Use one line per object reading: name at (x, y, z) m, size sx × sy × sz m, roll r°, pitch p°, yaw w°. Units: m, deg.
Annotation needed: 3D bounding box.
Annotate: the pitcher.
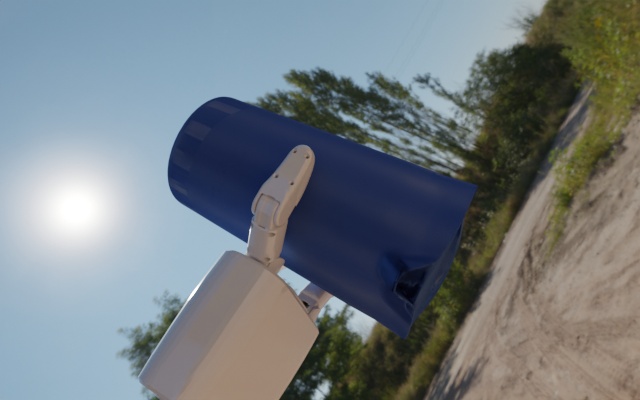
pitcher at (0.000, 0.001, 0.417) m, size 0.243 × 0.145 × 0.149 m, roll 26°, pitch -28°, yaw 16°
